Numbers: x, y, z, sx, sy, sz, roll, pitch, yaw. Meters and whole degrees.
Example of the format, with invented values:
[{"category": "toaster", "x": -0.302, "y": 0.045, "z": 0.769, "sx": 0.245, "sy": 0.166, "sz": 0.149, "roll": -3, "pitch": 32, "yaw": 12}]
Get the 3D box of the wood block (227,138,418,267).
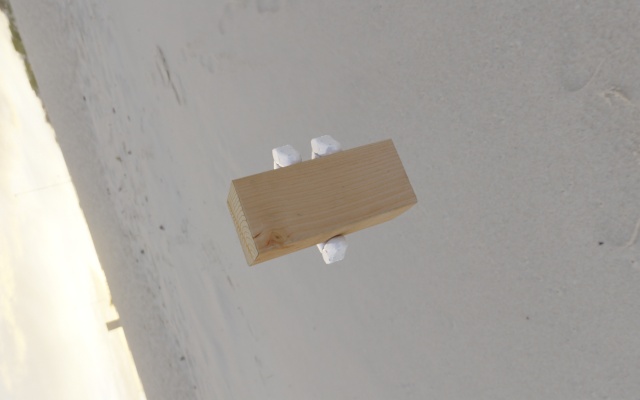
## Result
[{"category": "wood block", "x": 0.000, "y": 0.002, "z": 0.590, "sx": 0.206, "sy": 0.091, "sz": 0.090, "roll": -17, "pitch": -12, "yaw": -20}]
